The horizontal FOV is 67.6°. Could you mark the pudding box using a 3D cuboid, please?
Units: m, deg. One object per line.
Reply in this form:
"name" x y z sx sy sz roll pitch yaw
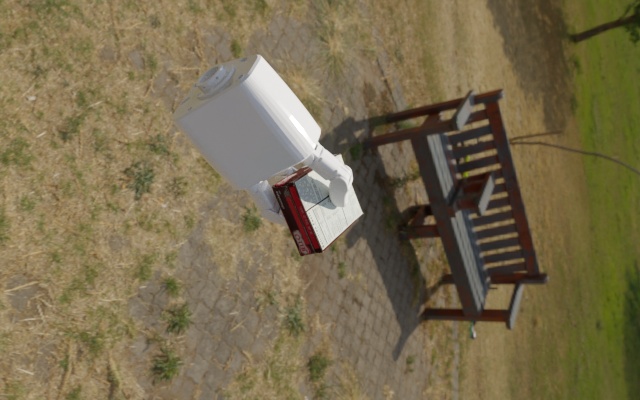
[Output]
"pudding box" 0.000 0.002 0.576 0.039 0.090 0.113 -11 16 38
